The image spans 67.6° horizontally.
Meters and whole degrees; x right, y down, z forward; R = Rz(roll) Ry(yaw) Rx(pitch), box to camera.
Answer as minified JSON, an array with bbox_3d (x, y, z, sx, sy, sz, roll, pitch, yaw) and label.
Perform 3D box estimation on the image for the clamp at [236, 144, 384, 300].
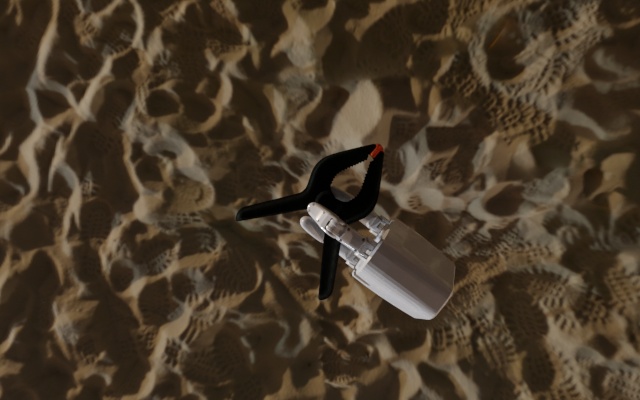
[{"bbox_3d":[0.001,0.002,0.625,0.164,0.210,0.036,36,4,4],"label":"clamp"}]
